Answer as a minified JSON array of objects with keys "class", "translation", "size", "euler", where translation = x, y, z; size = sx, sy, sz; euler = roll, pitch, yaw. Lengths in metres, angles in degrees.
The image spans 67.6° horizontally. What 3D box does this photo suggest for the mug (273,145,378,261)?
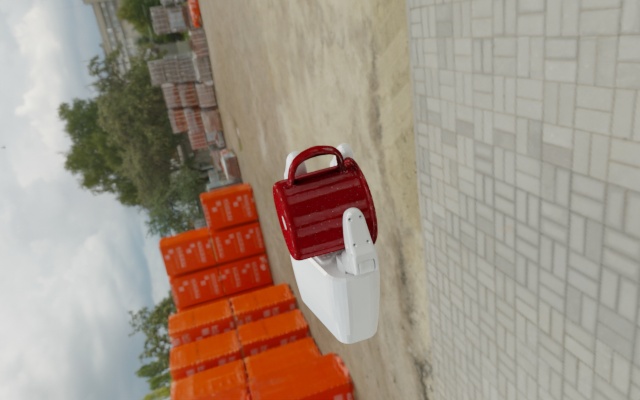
[{"class":"mug","translation":[0.000,0.000,0.467],"size":[0.081,0.117,0.093],"euler":[-15,36,-11]}]
